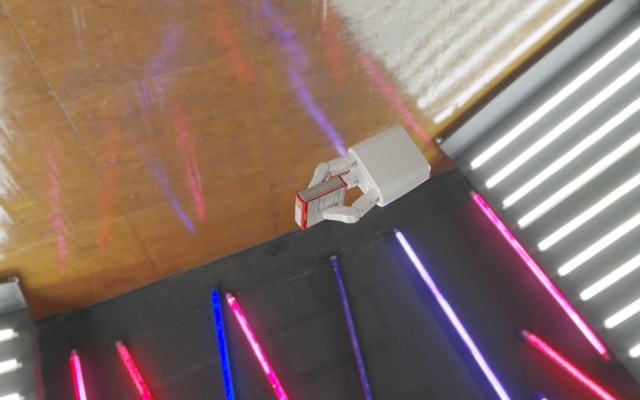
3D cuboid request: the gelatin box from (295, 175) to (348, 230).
[{"bbox_3d":[0.000,0.003,0.823,0.089,0.030,0.073,-25,-33,-23],"label":"gelatin box"}]
